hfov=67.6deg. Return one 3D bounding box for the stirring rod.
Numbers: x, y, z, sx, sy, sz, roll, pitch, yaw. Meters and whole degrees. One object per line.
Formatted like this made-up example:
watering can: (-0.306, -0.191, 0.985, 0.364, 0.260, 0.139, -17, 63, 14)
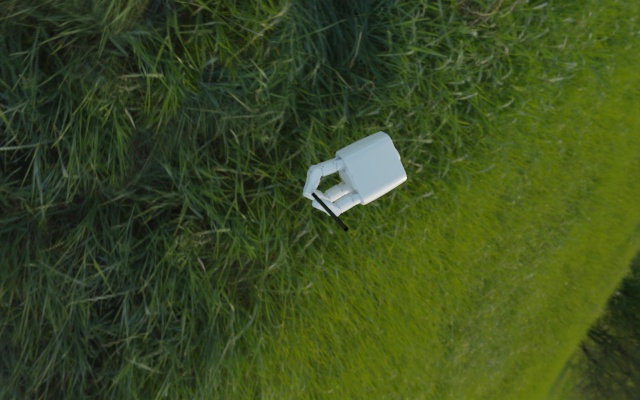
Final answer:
stirring rod: (0.000, 0.003, 0.900, 0.011, 0.011, 0.239, 0, 22, -23)
